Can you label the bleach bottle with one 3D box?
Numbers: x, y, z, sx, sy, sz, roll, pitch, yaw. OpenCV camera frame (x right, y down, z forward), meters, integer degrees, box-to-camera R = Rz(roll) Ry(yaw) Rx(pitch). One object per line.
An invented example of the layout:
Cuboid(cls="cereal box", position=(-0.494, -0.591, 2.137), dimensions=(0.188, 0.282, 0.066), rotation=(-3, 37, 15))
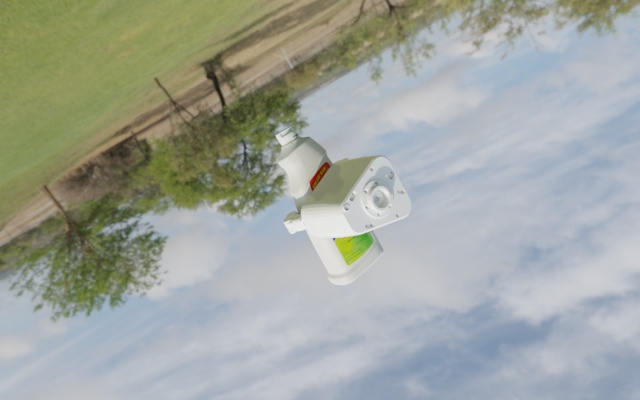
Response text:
Cuboid(cls="bleach bottle", position=(0.000, 0.002, 0.751), dimensions=(0.102, 0.251, 0.068), rotation=(-37, 14, -27))
